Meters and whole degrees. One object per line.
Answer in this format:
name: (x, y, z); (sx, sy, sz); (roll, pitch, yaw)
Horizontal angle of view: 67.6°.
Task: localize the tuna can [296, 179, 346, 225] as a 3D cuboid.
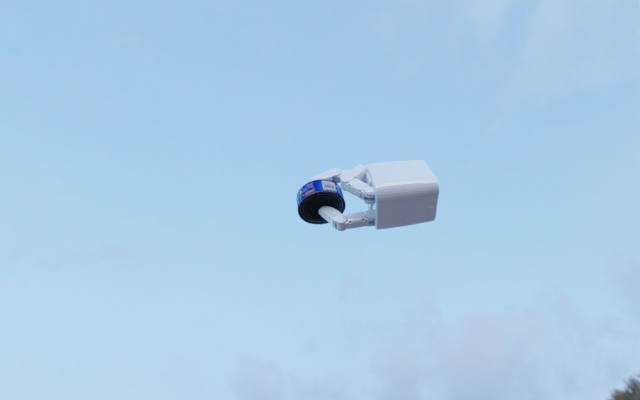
tuna can: (0.000, 0.002, 0.851); (0.086, 0.033, 0.086); (-6, -43, -6)
